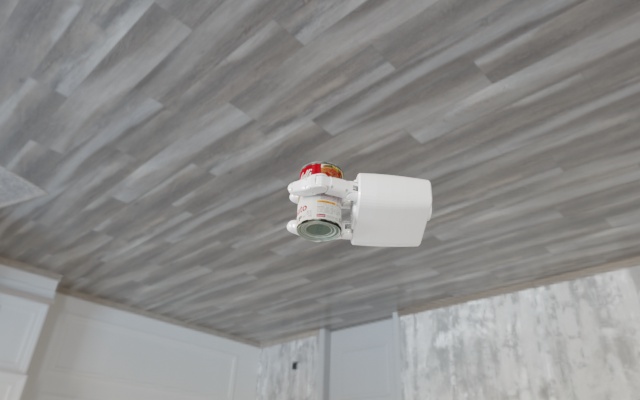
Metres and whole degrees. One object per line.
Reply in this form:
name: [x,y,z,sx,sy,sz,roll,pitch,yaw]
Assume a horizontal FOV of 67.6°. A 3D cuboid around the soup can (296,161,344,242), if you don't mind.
soup can: [0.000,0.003,0.715,0.068,0.102,0.068,2,-31,1]
